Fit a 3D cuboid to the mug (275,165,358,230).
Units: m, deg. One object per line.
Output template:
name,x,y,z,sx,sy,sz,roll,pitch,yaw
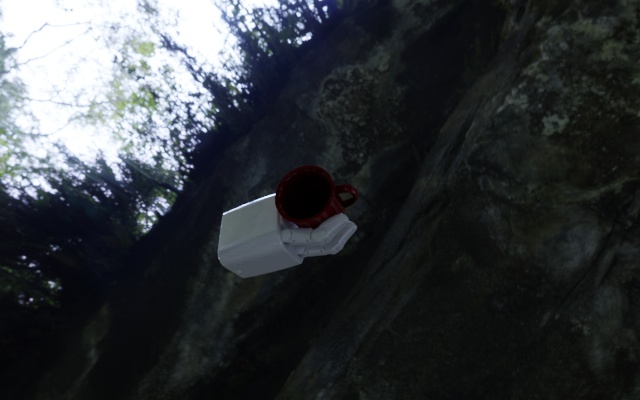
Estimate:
mug,0.002,0.002,0.725,0.117,0.093,0.081,-17,-29,13
